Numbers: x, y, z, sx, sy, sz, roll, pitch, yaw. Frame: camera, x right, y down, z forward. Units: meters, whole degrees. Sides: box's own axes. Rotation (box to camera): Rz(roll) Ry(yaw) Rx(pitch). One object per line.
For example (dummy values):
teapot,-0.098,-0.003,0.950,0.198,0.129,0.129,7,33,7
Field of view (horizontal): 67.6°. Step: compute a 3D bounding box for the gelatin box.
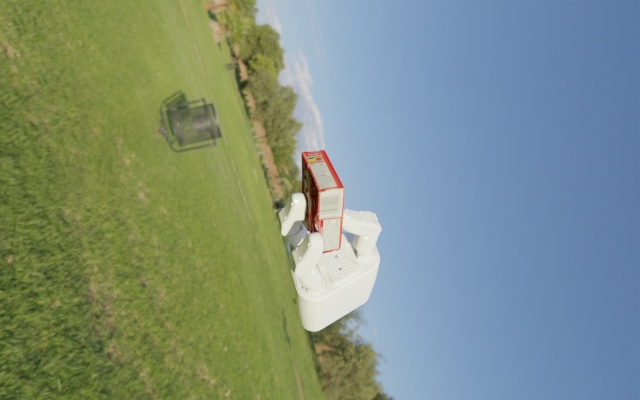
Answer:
gelatin box,0.001,0.001,0.519,0.030,0.089,0.073,-9,40,-13
